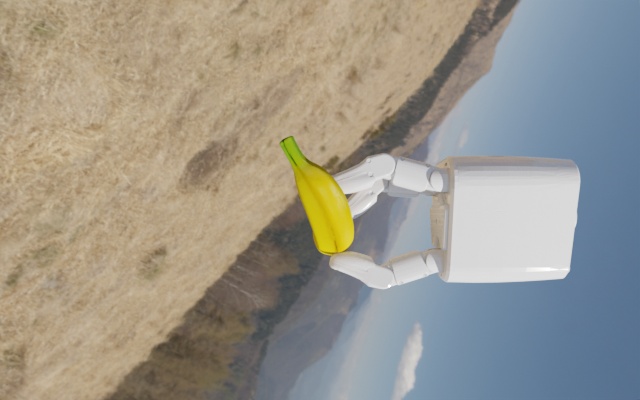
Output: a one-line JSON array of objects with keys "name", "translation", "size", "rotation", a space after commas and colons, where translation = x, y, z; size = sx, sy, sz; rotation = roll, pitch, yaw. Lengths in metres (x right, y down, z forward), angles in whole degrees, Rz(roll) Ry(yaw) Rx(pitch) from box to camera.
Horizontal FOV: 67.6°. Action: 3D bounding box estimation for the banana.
[{"name": "banana", "translation": [0.006, 0.015, 0.438], "size": [0.037, 0.069, 0.198], "rotation": [-21, -26, -4]}]
